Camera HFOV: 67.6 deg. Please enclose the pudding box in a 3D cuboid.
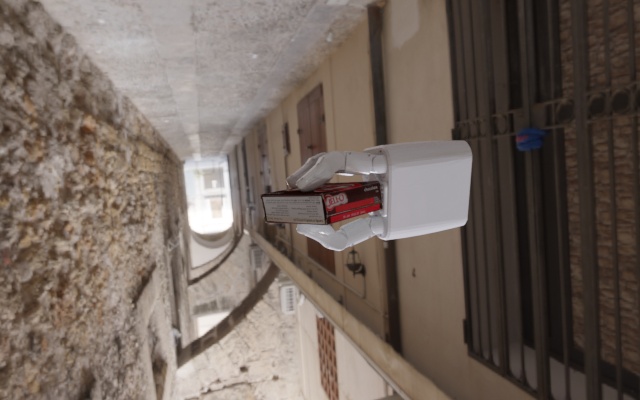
[{"bbox_3d":[0.000,0.002,0.549,0.090,0.039,0.113,-12,6,-41],"label":"pudding box"}]
